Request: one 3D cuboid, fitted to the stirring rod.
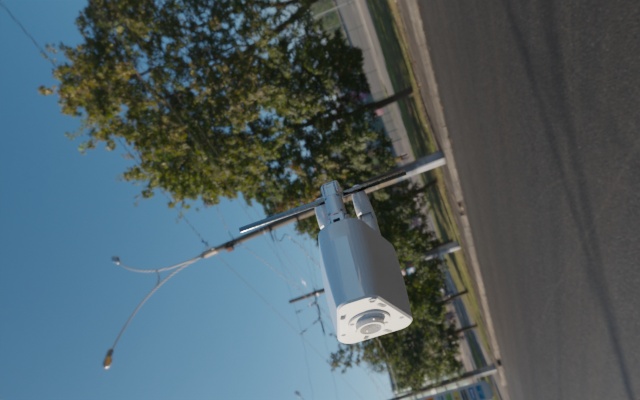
[{"bbox_3d":[0.000,0.002,0.648,0.239,0.011,0.011,-19,-3,9],"label":"stirring rod"}]
